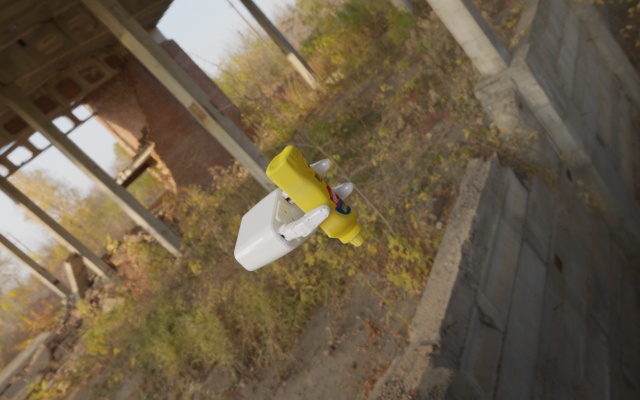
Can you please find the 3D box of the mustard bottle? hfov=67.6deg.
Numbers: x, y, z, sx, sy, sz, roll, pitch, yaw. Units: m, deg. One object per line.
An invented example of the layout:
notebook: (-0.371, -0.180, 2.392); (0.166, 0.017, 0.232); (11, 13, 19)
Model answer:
mustard bottle: (0.000, 0.002, 0.748); (0.058, 0.192, 0.096); (-41, 15, 11)
